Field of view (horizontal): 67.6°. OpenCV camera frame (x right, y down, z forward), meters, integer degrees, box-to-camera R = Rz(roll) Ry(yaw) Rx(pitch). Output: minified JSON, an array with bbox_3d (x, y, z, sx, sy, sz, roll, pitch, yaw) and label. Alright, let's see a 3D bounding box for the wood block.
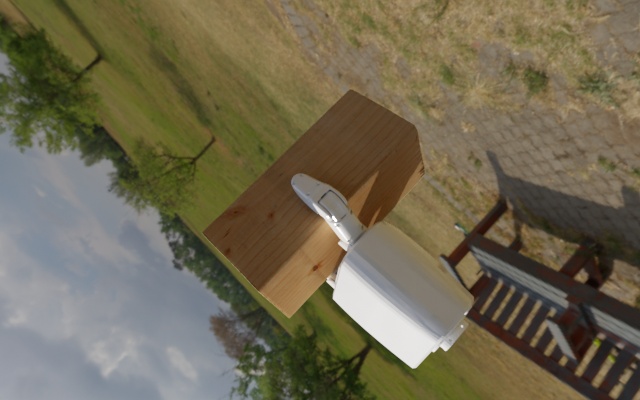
[{"bbox_3d":[0.000,0.002,0.478,0.090,0.206,0.091,38,-12,32],"label":"wood block"}]
